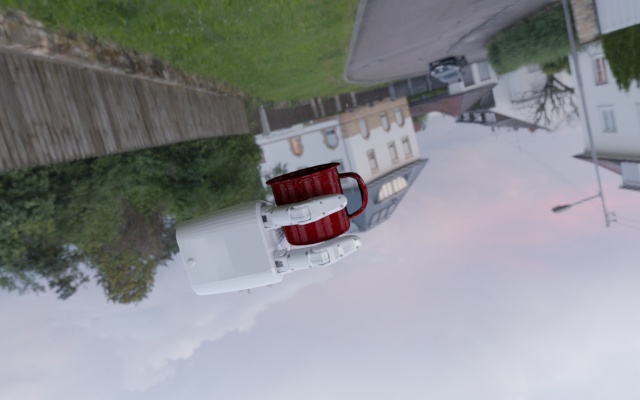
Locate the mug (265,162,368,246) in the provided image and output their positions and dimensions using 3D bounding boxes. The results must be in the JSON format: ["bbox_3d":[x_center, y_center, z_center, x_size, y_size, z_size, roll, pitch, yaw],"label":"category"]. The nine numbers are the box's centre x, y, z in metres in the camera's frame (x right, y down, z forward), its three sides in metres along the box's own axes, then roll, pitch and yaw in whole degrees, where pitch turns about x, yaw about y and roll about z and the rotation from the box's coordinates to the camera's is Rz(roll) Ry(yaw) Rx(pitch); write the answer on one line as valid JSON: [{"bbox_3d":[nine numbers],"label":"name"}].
[{"bbox_3d":[0.002,0.002,0.576,0.117,0.081,0.093,-13,9,11],"label":"mug"}]
